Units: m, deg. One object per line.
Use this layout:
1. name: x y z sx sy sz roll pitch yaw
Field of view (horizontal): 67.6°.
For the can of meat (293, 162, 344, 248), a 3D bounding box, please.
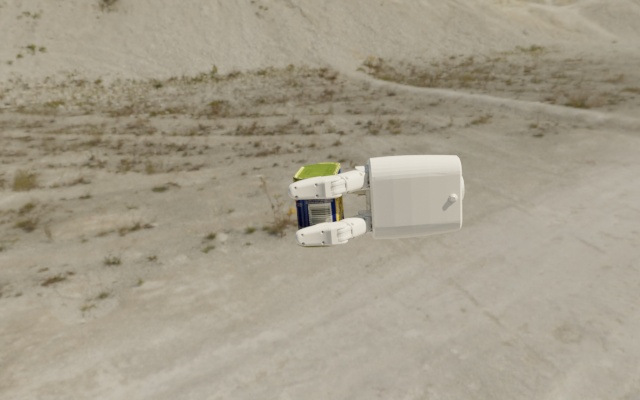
1. can of meat: 0.000 0.002 0.598 0.057 0.084 0.102 -3 15 7
